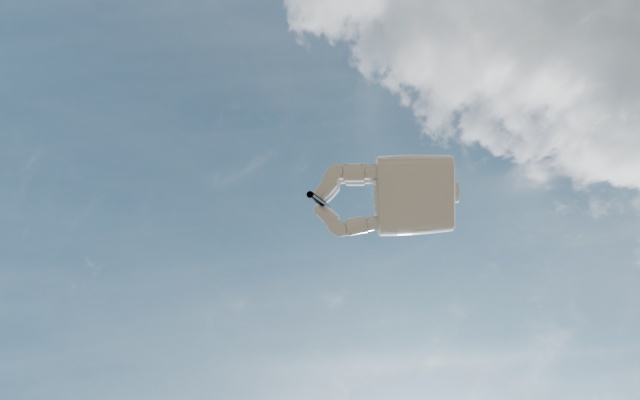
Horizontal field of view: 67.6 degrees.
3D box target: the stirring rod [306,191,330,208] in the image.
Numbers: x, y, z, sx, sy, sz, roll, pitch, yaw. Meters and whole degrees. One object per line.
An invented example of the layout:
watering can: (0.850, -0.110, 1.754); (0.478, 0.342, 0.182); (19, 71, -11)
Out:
stirring rod: (0.000, 0.002, 0.656); (0.011, 0.011, 0.239); (0, -4, 6)
